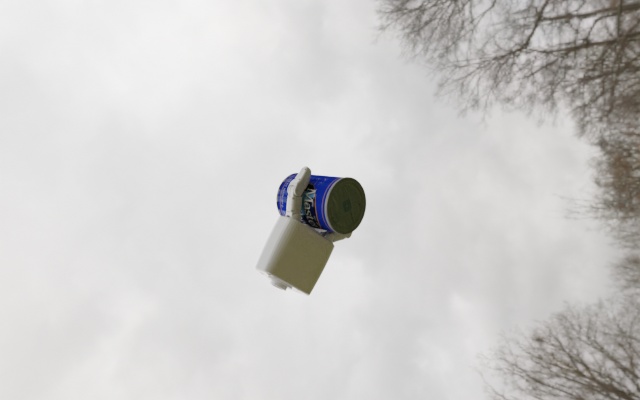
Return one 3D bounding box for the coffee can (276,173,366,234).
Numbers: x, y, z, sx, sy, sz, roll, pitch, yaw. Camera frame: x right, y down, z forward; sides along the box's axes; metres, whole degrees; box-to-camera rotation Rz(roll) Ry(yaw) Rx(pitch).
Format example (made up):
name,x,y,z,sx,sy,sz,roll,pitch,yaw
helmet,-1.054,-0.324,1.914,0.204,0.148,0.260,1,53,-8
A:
name,x,y,z,sx,sy,sz,roll,pitch,yaw
coffee can,0.000,0.003,0.898,0.103,0.103,0.140,0,6,-44
